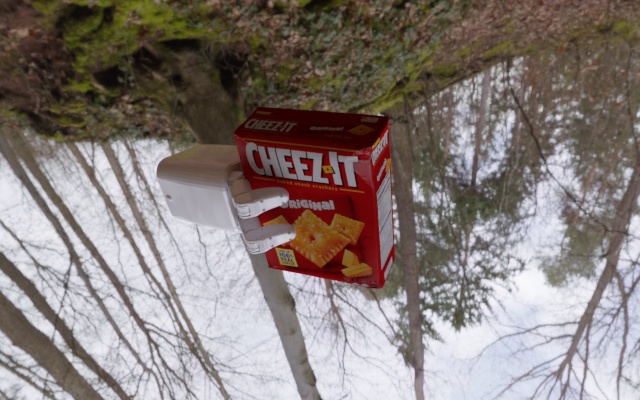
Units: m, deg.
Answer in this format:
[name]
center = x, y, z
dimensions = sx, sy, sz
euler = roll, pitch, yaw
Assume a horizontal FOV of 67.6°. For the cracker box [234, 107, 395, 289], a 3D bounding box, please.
[cracker box]
center = 0.000, 0.002, 0.579
dimensions = 0.164, 0.214, 0.072
euler = 8, 41, 21
